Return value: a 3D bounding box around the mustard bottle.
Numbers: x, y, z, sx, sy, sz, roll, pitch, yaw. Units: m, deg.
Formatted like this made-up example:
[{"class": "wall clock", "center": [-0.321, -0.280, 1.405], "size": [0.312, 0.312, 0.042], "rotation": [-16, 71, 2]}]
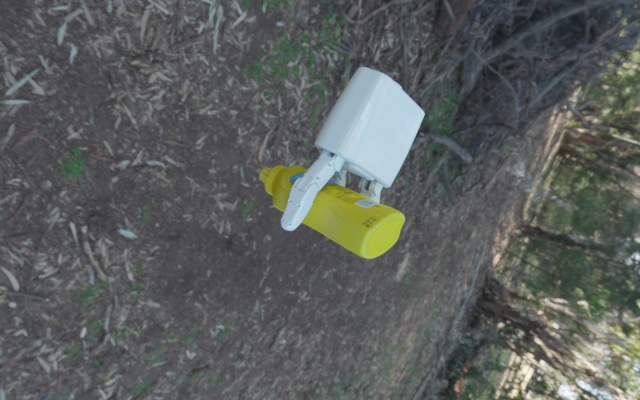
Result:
[{"class": "mustard bottle", "center": [0.000, 0.002, 0.583], "size": [0.191, 0.058, 0.096], "rotation": [27, 23, 28]}]
